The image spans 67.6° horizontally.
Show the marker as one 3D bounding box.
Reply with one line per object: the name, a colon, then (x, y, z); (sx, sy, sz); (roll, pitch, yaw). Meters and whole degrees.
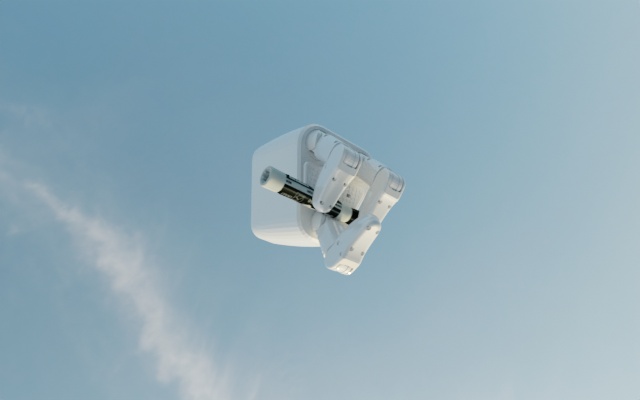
marker: (0.000, 0.001, 0.433); (0.121, 0.020, 0.020); (25, -14, -31)
